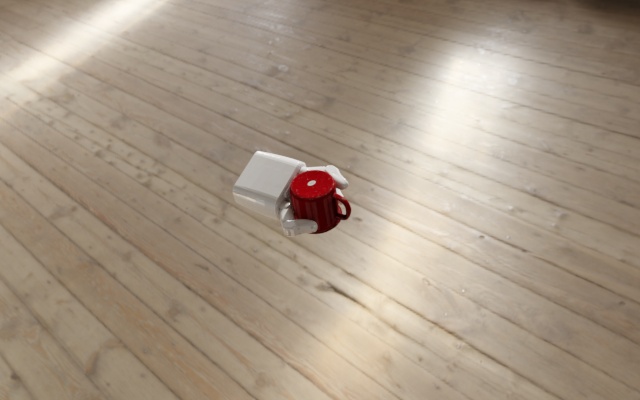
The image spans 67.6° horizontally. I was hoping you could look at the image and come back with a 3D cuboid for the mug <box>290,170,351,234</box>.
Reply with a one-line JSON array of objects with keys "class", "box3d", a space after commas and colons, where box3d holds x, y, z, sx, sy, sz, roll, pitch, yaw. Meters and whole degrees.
[{"class": "mug", "box3d": [0.001, 0.003, 0.852, 0.117, 0.082, 0.093, 18, 49, 25]}]
